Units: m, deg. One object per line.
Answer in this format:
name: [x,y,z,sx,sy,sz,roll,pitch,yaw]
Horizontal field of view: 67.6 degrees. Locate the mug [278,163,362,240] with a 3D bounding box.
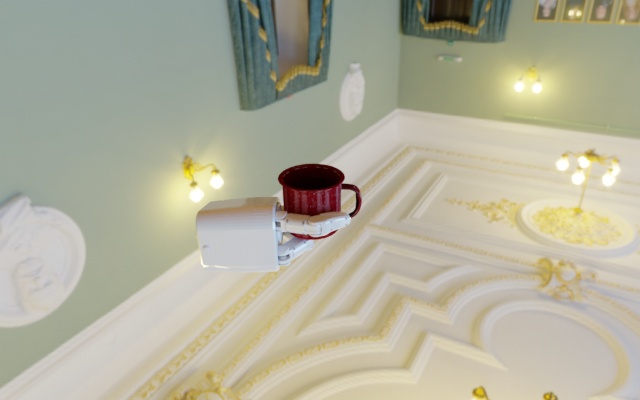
mug: [0.002,0.002,0.679,0.117,0.081,0.093,-1,27,0]
